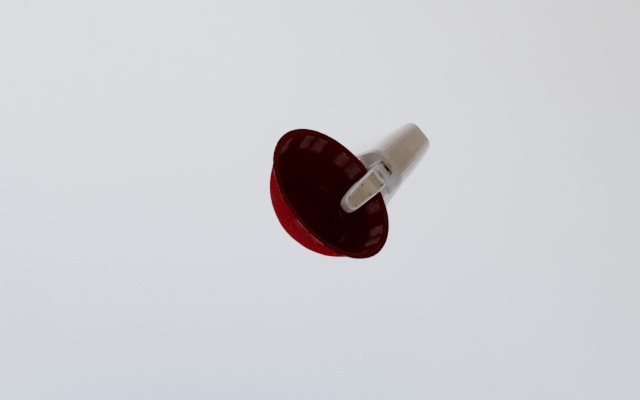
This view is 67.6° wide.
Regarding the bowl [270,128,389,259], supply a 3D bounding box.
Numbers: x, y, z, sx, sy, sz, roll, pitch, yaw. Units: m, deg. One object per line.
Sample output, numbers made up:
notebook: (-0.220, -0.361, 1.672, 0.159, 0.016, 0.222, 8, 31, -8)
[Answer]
bowl: (-0.001, 0.002, 0.525, 0.162, 0.162, 0.055, 0, -30, -47)
